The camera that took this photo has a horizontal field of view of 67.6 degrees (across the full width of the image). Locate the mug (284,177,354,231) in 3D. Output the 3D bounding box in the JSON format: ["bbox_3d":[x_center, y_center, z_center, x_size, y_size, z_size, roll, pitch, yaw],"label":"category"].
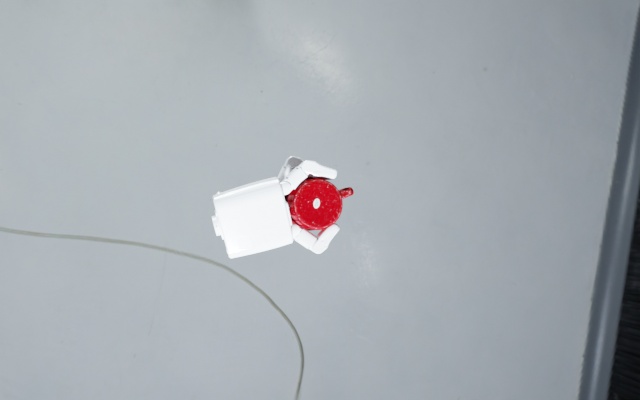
[{"bbox_3d":[0.002,0.002,0.787,0.117,0.093,0.081,-16,4,-11],"label":"mug"}]
